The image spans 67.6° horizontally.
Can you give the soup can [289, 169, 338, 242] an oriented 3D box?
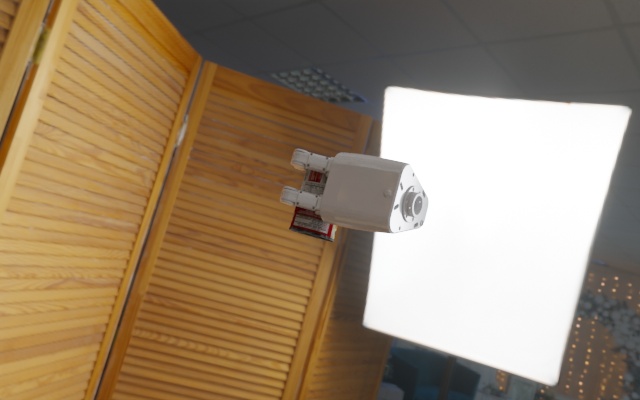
[{"bbox_3d":[0.000,0.002,0.695,0.068,0.102,0.068,15,-6,2],"label":"soup can"}]
